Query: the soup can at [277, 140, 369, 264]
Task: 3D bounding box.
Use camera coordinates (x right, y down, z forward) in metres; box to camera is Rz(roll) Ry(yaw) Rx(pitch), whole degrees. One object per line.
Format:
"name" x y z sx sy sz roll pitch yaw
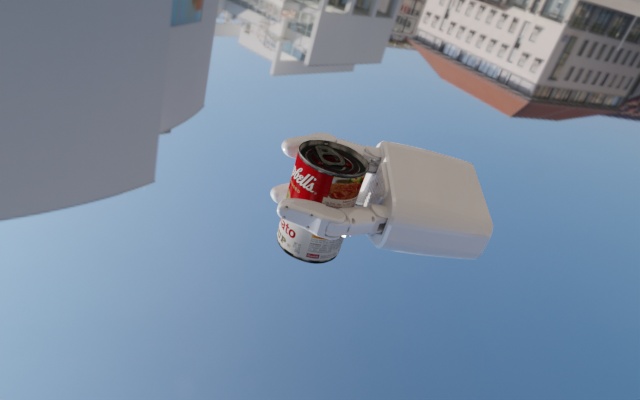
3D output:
"soup can" 0.000 0.002 0.463 0.068 0.102 0.068 13 30 -7
